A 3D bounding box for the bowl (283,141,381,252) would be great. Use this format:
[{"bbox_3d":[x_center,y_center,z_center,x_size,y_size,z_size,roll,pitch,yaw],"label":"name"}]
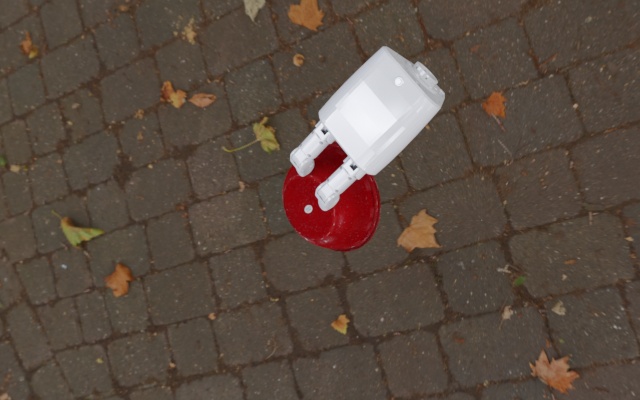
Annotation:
[{"bbox_3d":[-0.001,0.003,0.653,0.162,0.162,0.055,0,15,41],"label":"bowl"}]
